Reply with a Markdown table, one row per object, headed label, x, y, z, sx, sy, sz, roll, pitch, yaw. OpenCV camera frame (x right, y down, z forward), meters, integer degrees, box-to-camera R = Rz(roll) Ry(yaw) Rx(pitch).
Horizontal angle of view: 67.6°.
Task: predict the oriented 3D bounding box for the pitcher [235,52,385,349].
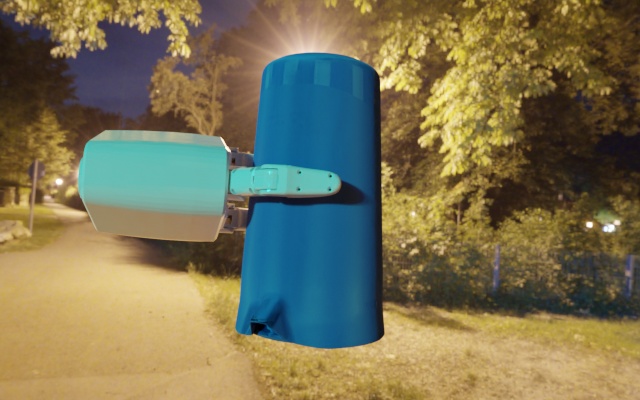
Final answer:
| label | x | y | z | sx | sy | sz | roll | pitch | yaw |
| --- | --- | --- | --- | --- | --- | --- | --- | --- | --- |
| pitcher | 0.000 | 0.001 | 0.441 | 0.145 | 0.243 | 0.149 | 3 | -2 | -16 |
